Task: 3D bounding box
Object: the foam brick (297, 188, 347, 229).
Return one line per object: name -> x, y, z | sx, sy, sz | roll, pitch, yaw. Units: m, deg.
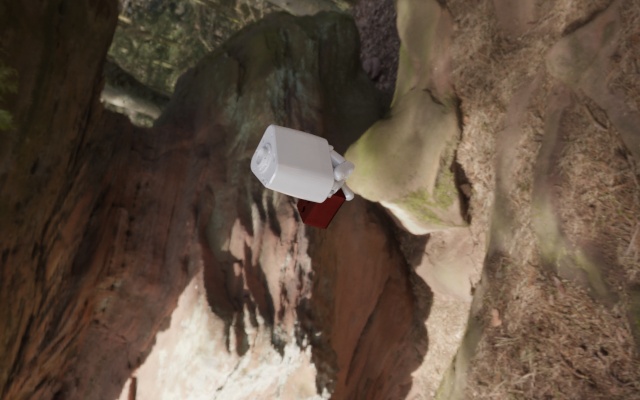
foam brick -> 0.000, 0.003, 0.855 | 0.051, 0.078, 0.053 | 13, 34, -31
